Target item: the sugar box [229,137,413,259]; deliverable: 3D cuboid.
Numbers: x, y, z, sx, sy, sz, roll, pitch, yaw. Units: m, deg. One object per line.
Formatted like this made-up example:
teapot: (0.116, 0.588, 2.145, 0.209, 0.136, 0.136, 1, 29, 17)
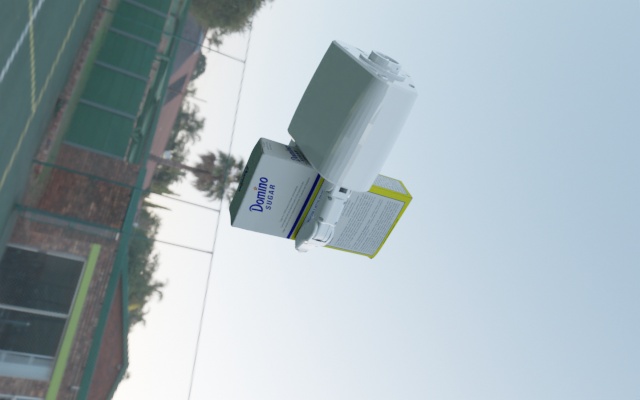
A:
sugar box: (0.000, 0.001, 0.516, 0.176, 0.093, 0.048, 17, 27, -22)
